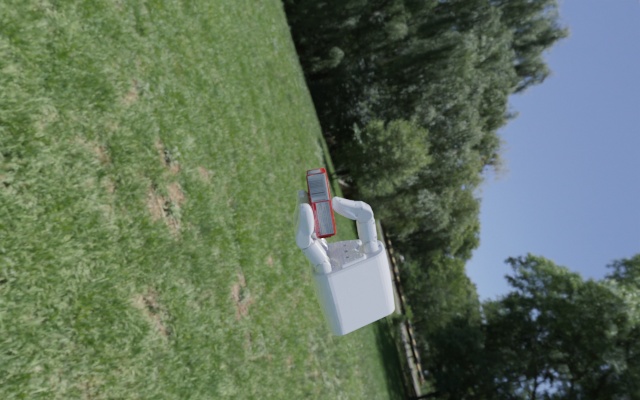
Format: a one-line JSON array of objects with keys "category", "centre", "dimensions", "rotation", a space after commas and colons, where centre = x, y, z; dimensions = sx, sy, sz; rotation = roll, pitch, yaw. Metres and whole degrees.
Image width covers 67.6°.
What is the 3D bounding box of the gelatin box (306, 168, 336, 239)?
[{"category": "gelatin box", "centre": [0.001, 0.002, 0.669], "dimensions": [0.030, 0.089, 0.073], "rotation": [-9, 9, 1]}]
